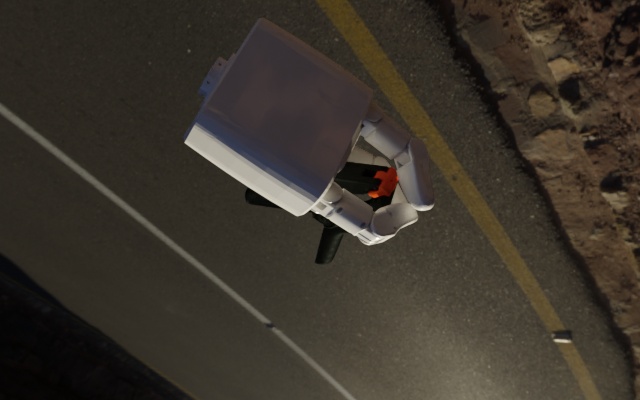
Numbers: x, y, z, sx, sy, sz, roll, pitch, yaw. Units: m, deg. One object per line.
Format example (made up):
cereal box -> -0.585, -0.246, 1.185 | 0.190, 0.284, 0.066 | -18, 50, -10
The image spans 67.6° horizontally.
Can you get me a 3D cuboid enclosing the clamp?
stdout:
clamp -> 0.000, 0.002, 0.455 | 0.120, 0.039, 0.171 | 33, -38, -14
